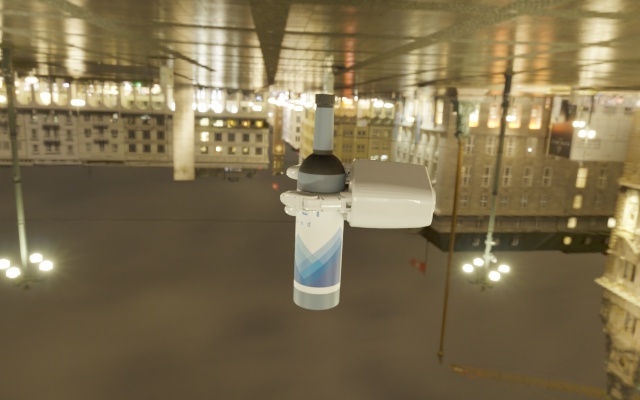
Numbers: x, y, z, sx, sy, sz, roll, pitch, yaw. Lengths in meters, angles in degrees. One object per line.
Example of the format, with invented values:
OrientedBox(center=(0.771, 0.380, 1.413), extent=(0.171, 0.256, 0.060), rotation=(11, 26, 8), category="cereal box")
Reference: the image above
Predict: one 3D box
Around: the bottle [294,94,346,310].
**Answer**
OrientedBox(center=(0.000, 0.002, 0.666), extent=(0.069, 0.296, 0.069), rotation=(2, 12, -1), category="bottle")
